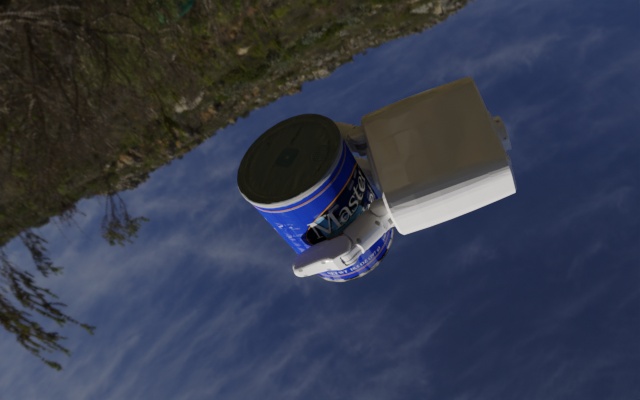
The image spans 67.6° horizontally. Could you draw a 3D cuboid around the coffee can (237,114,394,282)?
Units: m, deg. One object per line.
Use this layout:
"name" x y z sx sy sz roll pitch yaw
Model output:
"coffee can" 0.000 0.002 0.465 0.103 0.102 0.140 0 -35 32
